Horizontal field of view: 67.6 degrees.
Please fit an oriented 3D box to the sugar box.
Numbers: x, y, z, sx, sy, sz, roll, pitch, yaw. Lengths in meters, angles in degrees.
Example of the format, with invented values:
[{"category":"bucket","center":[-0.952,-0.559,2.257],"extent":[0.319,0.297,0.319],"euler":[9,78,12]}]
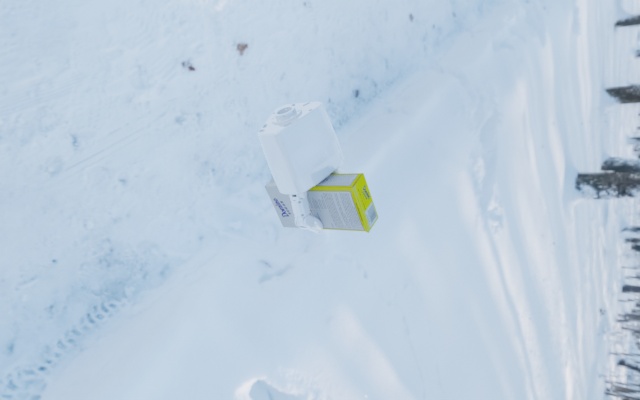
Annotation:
[{"category":"sugar box","center":[0.000,0.002,0.795],"extent":[0.176,0.093,0.048],"euler":[4,39,36]}]
